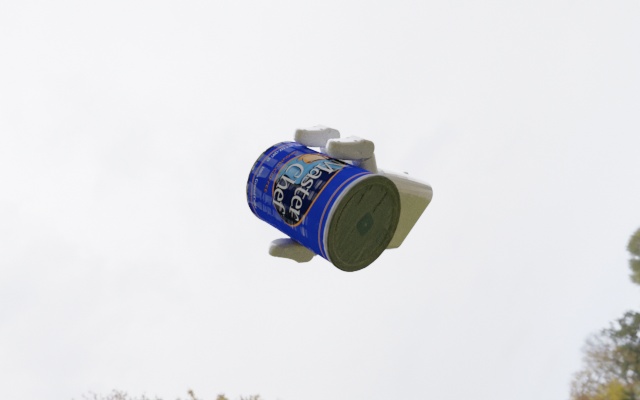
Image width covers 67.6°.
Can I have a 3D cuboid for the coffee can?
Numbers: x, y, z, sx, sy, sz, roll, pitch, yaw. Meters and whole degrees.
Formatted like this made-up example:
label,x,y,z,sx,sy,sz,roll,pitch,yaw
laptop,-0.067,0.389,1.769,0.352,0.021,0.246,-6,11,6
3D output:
label,x,y,z,sx,sy,sz,roll,pitch,yaw
coffee can,0.000,0.002,0.516,0.103,0.103,0.140,0,19,-44
